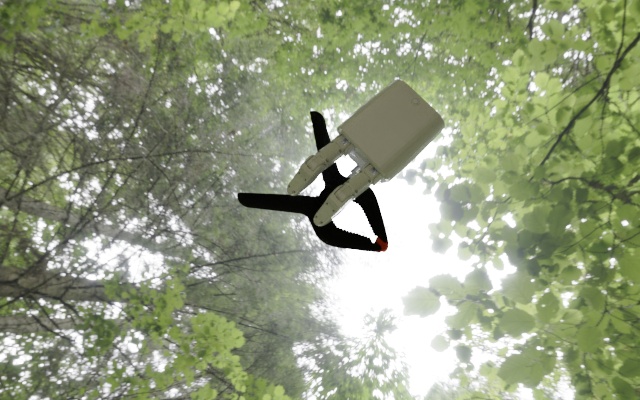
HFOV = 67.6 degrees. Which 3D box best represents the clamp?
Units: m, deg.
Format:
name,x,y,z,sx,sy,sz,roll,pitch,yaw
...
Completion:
name,x,y,z,sx,sy,sz,roll,pitch,yaw
clamp,0.001,0.002,0.634,0.164,0.210,0.036,-43,-16,1
